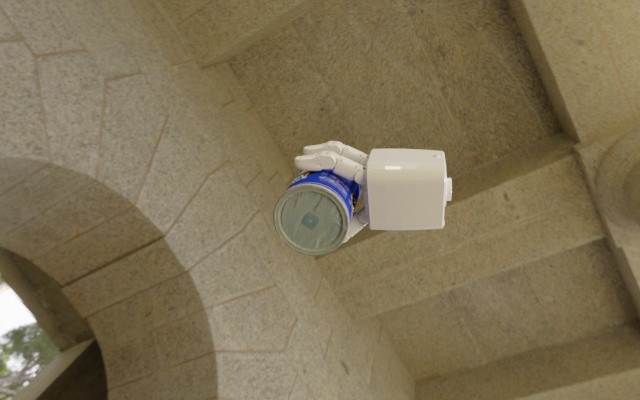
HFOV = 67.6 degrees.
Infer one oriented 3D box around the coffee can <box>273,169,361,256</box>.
[{"bbox_3d":[0.000,0.002,0.691,0.103,0.103,0.140,0,22,12],"label":"coffee can"}]
